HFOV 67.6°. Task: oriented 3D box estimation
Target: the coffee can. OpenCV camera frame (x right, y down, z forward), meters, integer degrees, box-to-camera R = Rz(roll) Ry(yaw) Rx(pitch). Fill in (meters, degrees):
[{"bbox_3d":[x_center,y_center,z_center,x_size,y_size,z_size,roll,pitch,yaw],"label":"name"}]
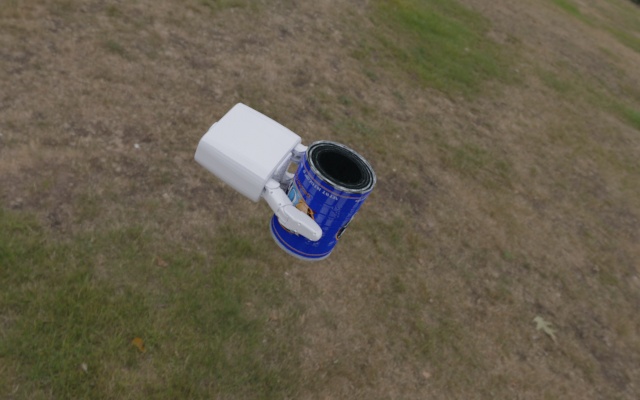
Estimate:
[{"bbox_3d":[0.000,0.002,0.670,0.103,0.102,0.140,0,-44,-34],"label":"coffee can"}]
